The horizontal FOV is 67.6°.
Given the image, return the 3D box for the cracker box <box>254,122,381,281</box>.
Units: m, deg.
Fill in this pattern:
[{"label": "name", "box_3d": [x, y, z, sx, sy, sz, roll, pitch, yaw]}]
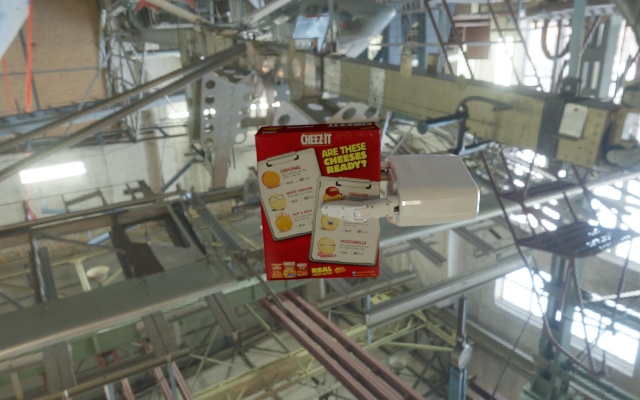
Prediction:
[{"label": "cracker box", "box_3d": [0.000, 0.002, 0.670, 0.164, 0.214, 0.072, -2, 20, 0]}]
